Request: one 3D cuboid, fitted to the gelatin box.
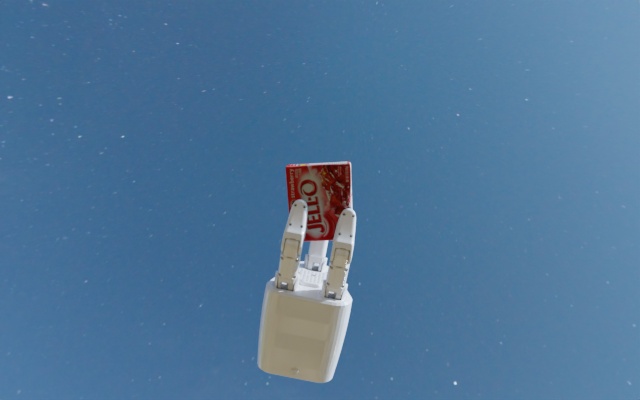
[{"bbox_3d":[0.000,0.001,0.548,0.073,0.089,0.030,-2,9,4],"label":"gelatin box"}]
